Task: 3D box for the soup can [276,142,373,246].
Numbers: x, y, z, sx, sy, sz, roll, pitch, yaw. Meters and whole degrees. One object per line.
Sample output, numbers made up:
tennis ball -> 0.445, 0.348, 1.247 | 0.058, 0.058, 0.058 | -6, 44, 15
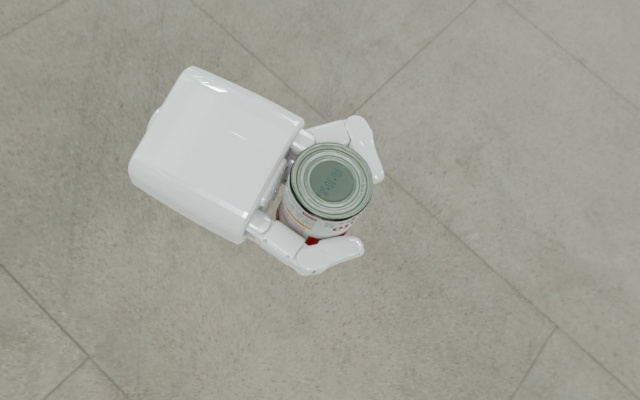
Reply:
soup can -> 0.000, 0.002, 0.410 | 0.068, 0.068, 0.102 | 0, -21, -11
